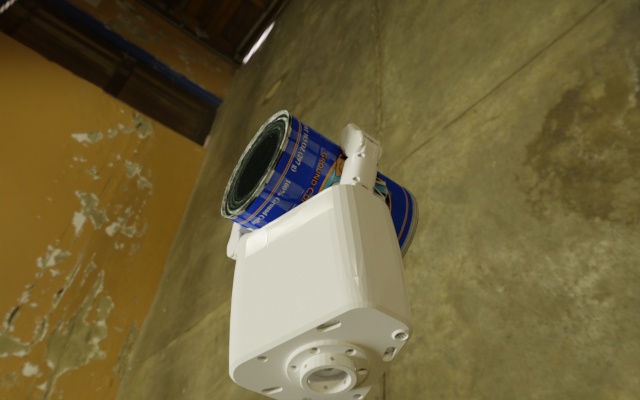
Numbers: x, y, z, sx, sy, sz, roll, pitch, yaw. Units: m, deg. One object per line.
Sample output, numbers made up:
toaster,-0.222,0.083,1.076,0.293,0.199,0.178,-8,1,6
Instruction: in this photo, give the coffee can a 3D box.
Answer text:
coffee can,0.000,0.001,0.421,0.140,0.103,0.103,30,-13,-23
